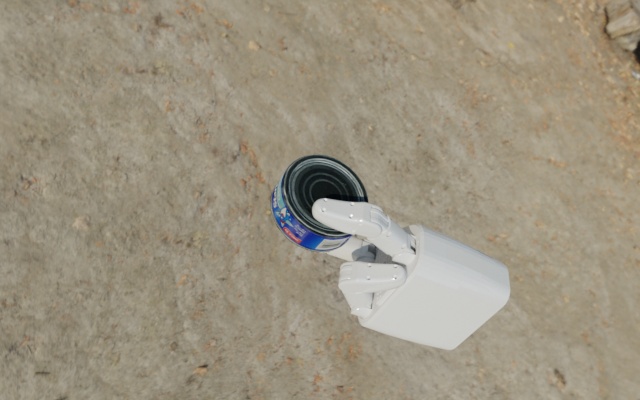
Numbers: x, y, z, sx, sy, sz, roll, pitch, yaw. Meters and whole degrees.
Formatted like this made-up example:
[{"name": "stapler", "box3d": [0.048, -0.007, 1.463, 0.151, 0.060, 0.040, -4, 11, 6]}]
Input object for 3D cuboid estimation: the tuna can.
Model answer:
[{"name": "tuna can", "box3d": [0.000, 0.001, 0.433, 0.086, 0.086, 0.034, 0, -28, -26]}]
